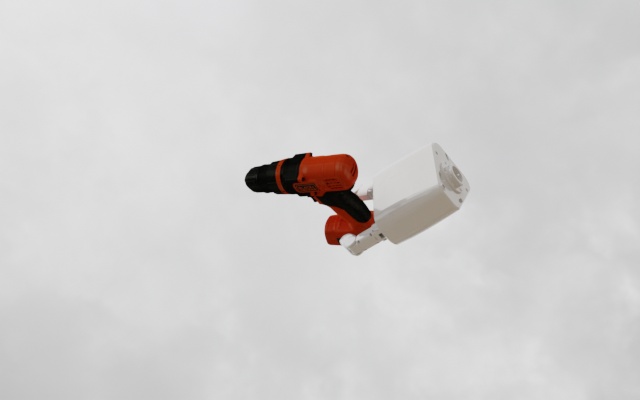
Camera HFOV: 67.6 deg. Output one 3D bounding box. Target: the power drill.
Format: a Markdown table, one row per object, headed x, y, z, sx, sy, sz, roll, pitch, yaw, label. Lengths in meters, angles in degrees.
| x | y | z | sx | sy | sz | roll | pitch | yaw | label |
| --- | --- | --- | --- | --- | --- | --- | --- | --- | --- |
| 0.001 | 0.003 | 0.715 | 0.184 | 0.057 | 0.188 | -2 | -33 | 35 | power drill |
